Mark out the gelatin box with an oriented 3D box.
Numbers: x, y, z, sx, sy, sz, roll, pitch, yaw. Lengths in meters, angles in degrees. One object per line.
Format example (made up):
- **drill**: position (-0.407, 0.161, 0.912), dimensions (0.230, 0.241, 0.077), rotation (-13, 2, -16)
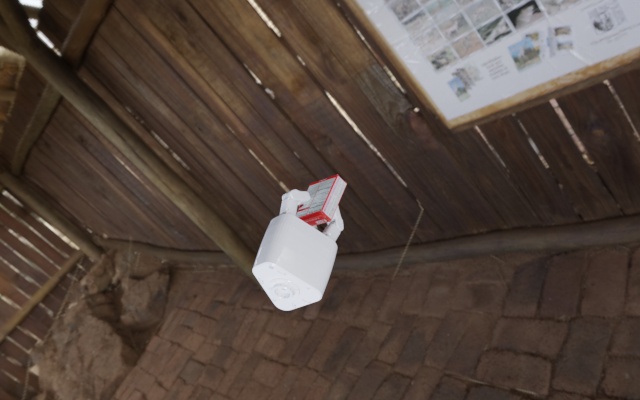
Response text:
- **gelatin box**: position (0.000, 0.002, 0.837), dimensions (0.073, 0.089, 0.030), rotation (-18, -51, 45)
